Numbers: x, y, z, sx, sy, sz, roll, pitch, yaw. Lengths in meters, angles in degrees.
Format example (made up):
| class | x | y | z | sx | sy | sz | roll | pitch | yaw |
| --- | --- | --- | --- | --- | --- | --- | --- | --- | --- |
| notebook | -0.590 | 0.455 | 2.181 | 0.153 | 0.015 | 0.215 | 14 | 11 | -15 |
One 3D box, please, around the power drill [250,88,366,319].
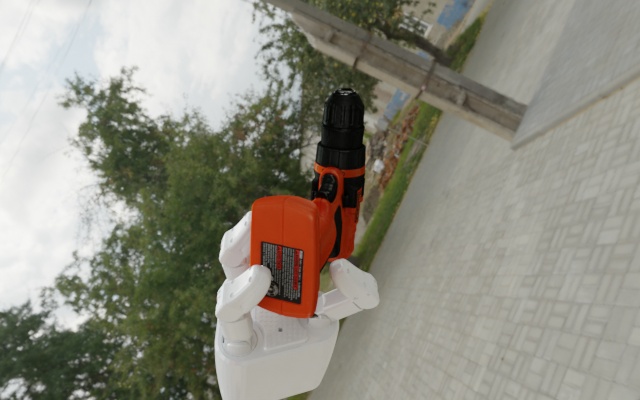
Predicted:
| class | x | y | z | sx | sy | sz | roll | pitch | yaw |
| --- | --- | --- | --- | --- | --- | --- | --- | --- | --- |
| power drill | 0.000 | 0.002 | 0.435 | 0.057 | 0.184 | 0.187 | 9 | 24 | 17 |
